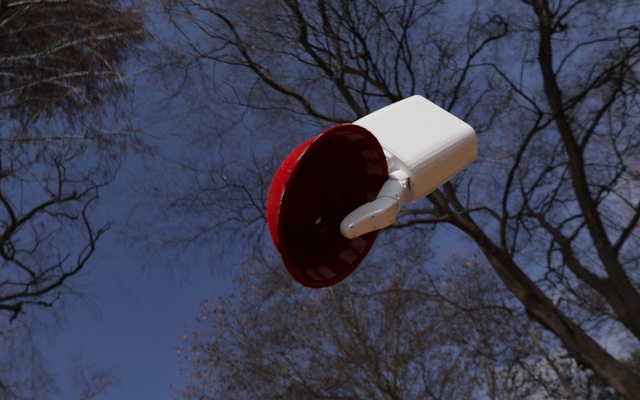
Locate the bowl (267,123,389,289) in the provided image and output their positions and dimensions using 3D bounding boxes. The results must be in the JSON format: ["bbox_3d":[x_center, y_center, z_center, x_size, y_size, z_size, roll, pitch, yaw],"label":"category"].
[{"bbox_3d":[-0.001,0.002,0.471,0.055,0.162,0.162,18,11,39],"label":"bowl"}]
